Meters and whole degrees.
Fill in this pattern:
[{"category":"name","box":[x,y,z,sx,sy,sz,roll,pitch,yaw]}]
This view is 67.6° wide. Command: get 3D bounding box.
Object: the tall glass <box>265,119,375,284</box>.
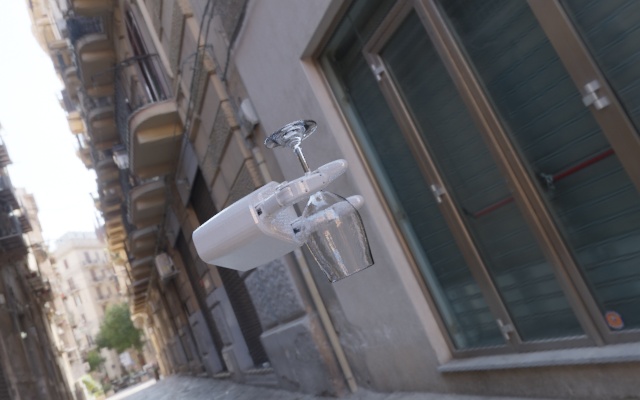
[{"category":"tall glass","box":[0.000,0.001,0.612,0.079,0.201,0.079,-23,-11,-5]}]
